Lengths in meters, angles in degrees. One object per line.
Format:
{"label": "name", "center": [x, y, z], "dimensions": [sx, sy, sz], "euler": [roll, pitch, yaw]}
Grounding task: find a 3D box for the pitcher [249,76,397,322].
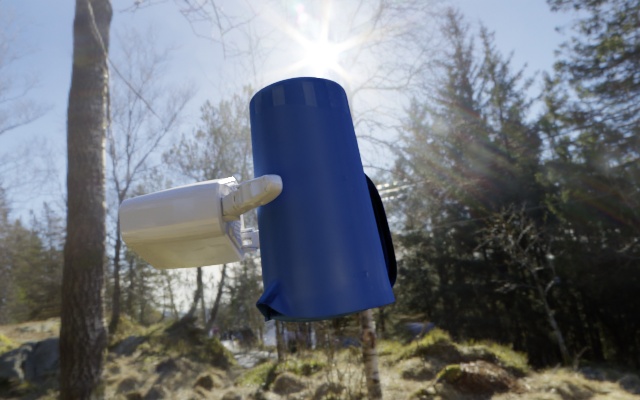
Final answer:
{"label": "pitcher", "center": [0.000, 0.002, 0.510], "dimensions": [0.145, 0.242, 0.149], "euler": [-9, -10, 4]}
